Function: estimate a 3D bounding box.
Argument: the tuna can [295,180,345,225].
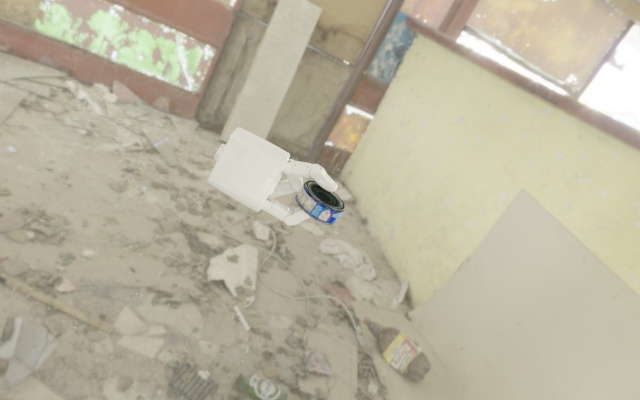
[{"bbox_3d":[0.000,0.002,0.839,0.086,0.034,0.086,30,21,-13],"label":"tuna can"}]
